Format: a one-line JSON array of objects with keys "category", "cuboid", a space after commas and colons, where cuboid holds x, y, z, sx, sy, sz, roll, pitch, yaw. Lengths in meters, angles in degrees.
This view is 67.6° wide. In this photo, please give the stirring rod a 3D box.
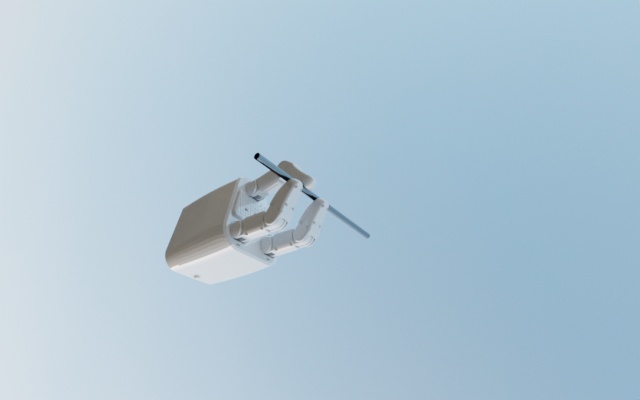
[{"category": "stirring rod", "cuboid": [0.000, 0.002, 0.583, 0.011, 0.011, 0.240, 0, -24, 37]}]
